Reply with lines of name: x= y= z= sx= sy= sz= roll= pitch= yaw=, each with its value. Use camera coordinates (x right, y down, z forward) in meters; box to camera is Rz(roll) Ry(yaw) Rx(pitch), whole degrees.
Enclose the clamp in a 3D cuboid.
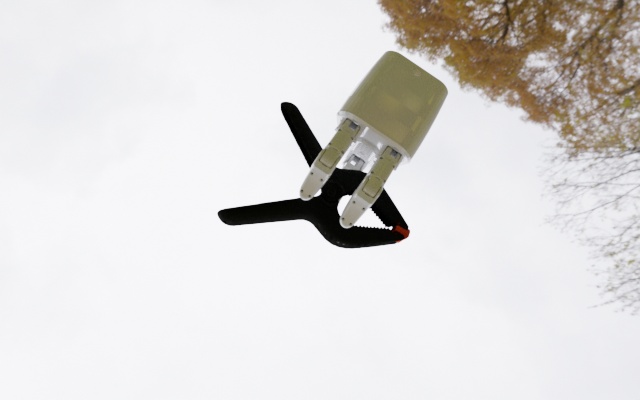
clamp: x=0.001 y=0.002 z=0.547 sx=0.210 sy=0.164 sz=0.036 roll=34 pitch=-17 yaw=0
